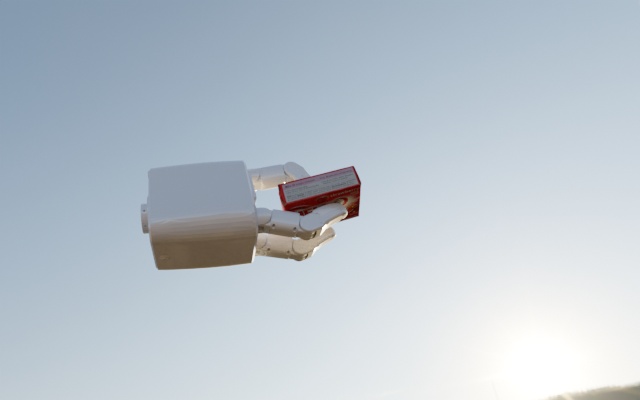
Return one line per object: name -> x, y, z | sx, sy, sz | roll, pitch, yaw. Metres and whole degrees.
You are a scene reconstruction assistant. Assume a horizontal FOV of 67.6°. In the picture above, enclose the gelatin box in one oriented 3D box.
gelatin box -> 0.000, 0.001, 0.542 | 0.089, 0.030, 0.073 | -15, -30, -6
